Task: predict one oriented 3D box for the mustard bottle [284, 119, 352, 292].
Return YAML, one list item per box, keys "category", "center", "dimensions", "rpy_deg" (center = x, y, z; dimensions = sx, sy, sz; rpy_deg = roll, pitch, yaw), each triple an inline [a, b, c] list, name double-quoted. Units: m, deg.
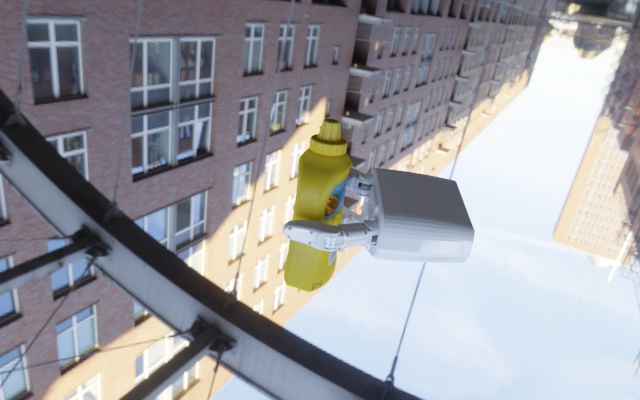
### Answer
- category: "mustard bottle"
  center: [0.000, 0.002, 0.546]
  dimensions: [0.058, 0.192, 0.096]
  rpy_deg: [15, 25, 15]
